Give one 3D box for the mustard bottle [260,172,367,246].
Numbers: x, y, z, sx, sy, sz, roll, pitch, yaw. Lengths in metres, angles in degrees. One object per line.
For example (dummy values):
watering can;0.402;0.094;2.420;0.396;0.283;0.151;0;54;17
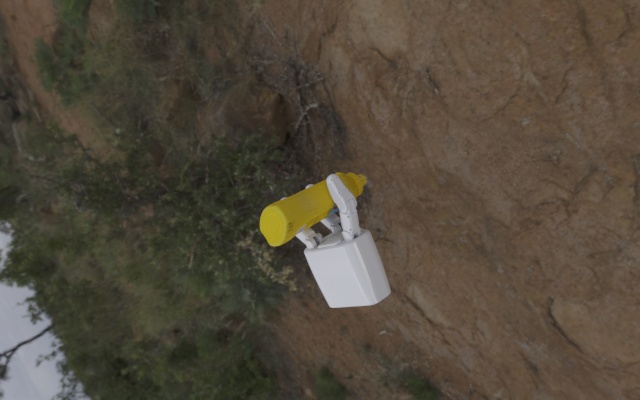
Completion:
mustard bottle;0.000;0.002;0.753;0.191;0.058;0.096;-27;-15;-31
